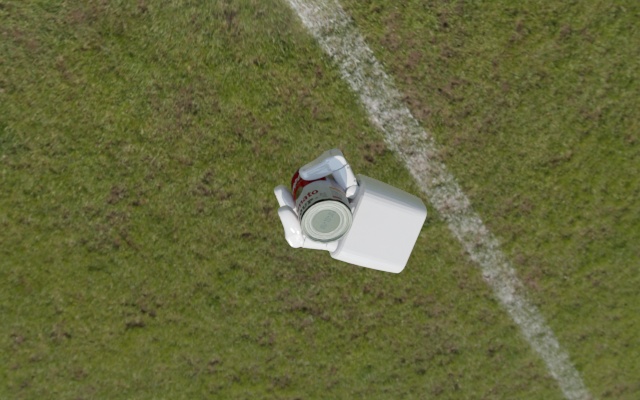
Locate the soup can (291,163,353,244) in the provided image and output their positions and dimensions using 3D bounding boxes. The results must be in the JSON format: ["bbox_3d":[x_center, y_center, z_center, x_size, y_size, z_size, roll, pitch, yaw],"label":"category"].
[{"bbox_3d":[0.000,0.002,0.628,0.068,0.068,0.102,0,31,-11],"label":"soup can"}]
